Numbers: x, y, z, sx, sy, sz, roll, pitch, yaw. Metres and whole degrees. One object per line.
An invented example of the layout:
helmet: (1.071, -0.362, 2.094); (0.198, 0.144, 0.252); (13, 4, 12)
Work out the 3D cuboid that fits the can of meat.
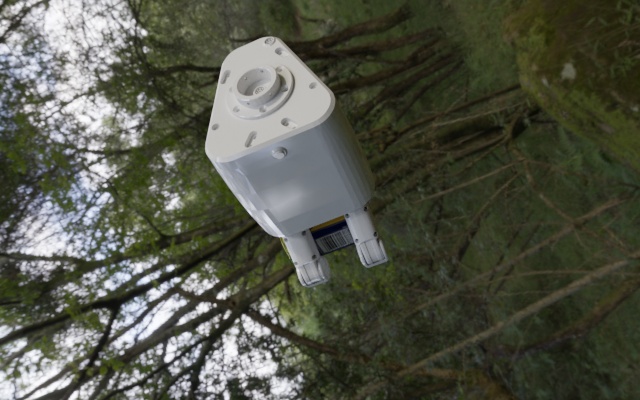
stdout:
can of meat: (0.000, 0.002, 0.452); (0.084, 0.102, 0.057); (-21, -32, 7)
